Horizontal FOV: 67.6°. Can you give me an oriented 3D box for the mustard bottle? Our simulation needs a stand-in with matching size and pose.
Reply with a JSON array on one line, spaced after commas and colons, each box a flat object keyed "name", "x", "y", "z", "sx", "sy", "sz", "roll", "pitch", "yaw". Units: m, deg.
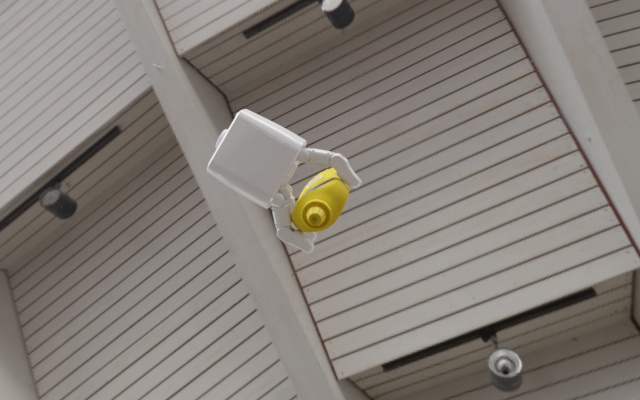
[{"name": "mustard bottle", "x": 0.000, "y": 0.003, "z": 0.723, "sx": 0.096, "sy": 0.058, "sz": 0.191, "roll": -36, "pitch": 7, "yaw": 12}]
